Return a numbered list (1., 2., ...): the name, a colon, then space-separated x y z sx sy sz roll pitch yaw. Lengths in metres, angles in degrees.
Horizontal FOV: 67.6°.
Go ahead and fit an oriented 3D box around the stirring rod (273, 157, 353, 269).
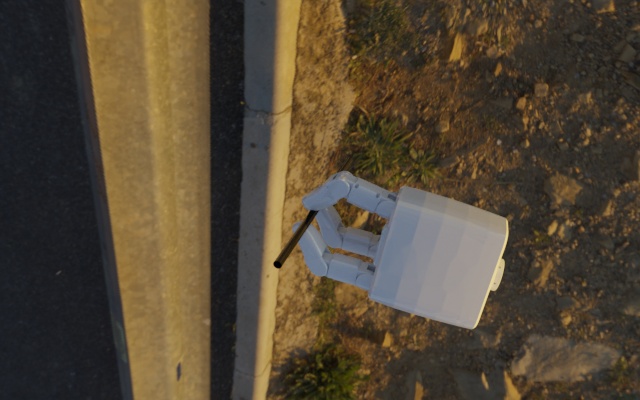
1. stirring rod: 0.000 0.002 0.511 0.011 0.011 0.239 0 26 20
